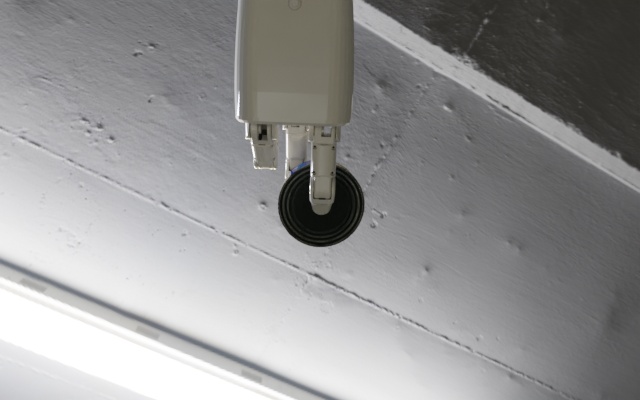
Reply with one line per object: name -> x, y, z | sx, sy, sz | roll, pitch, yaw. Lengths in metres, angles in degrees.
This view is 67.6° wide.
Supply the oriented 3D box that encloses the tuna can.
tuna can -> 0.000, 0.002, 0.485 | 0.086, 0.086, 0.033 | 0, 13, -3
